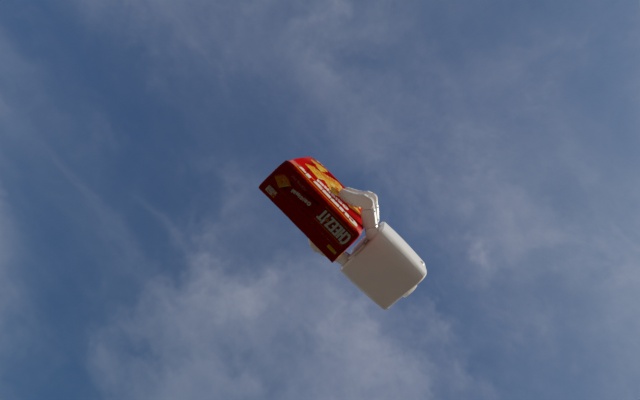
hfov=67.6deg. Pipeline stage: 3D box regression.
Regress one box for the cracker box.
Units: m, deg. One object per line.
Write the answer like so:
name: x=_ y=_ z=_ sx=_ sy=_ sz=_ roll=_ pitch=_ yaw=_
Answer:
cracker box: x=0.000 y=0.003 z=0.822 sx=0.072 sy=0.164 sz=0.213 roll=-45 pitch=-1 yaw=11
